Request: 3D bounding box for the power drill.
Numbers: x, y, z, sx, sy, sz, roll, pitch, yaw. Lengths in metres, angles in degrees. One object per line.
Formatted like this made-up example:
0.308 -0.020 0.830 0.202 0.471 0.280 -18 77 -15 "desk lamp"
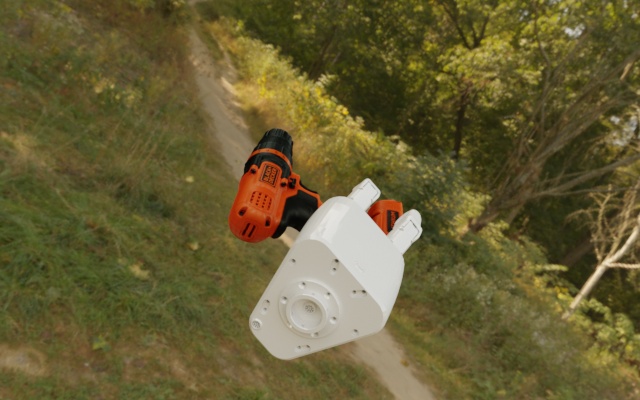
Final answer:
0.000 0.002 0.538 0.187 0.057 0.184 23 38 -10 "power drill"
